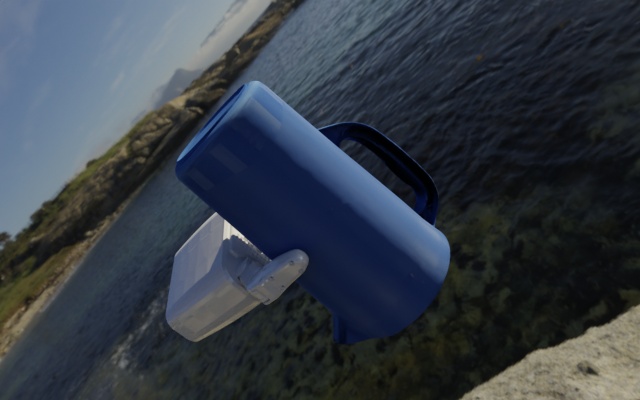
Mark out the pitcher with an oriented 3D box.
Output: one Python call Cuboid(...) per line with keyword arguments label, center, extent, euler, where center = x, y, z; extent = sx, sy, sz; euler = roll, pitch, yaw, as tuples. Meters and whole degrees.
Cuboid(label="pitcher", center=(0.000, 0.002, 0.444), extent=(0.145, 0.243, 0.149), euler=(-38, 22, 28))
